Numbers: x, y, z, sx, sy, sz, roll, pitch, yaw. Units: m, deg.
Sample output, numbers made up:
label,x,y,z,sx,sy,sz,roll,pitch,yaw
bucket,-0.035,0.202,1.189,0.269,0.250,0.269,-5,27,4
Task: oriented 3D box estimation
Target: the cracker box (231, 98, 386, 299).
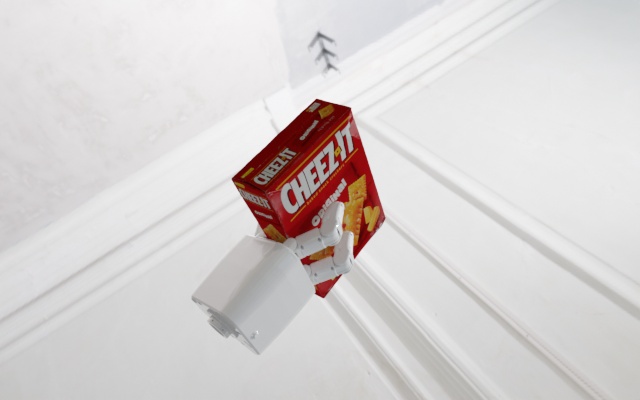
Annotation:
label,x,y,z,sx,sy,sz,roll,pitch,yaw
cracker box,0.000,0.002,0.637,0.072,0.214,0.164,21,58,38
